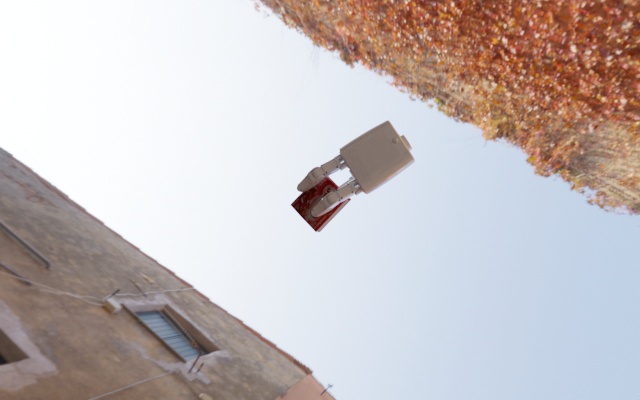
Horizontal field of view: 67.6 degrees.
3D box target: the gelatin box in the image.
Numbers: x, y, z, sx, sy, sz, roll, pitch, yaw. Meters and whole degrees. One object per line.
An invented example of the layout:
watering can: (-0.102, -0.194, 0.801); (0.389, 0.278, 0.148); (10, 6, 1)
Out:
gelatin box: (0.000, 0.003, 0.884); (0.073, 0.089, 0.030); (46, 9, 17)
